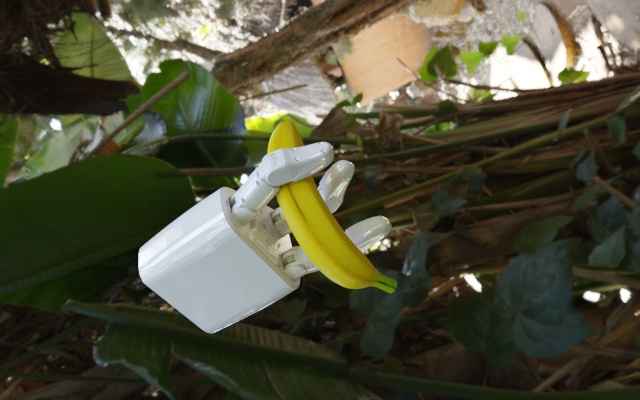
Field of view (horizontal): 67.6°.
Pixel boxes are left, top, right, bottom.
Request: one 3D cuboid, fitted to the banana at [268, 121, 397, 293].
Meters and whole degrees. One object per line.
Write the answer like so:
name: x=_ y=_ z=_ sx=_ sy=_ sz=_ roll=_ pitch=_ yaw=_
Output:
banana: x=-0.008 y=0.003 z=0.421 sx=0.037 sy=0.197 sz=0.069 roll=-39 pitch=-23 yaw=22
